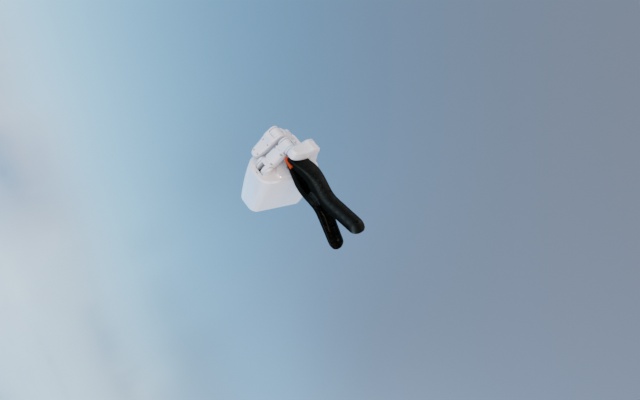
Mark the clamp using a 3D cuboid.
[{"bbox_3d":[0.000,0.003,0.760,0.039,0.171,0.120,-27,-18,-28],"label":"clamp"}]
